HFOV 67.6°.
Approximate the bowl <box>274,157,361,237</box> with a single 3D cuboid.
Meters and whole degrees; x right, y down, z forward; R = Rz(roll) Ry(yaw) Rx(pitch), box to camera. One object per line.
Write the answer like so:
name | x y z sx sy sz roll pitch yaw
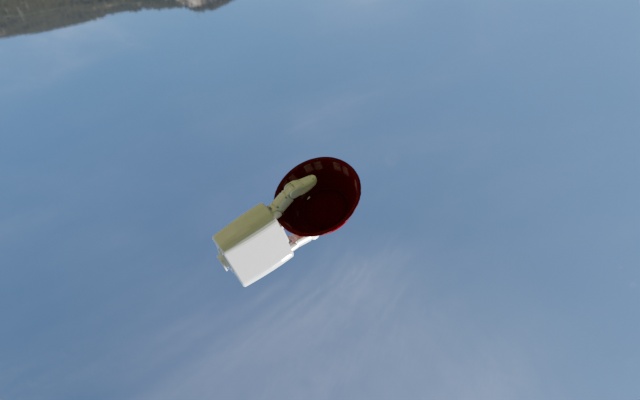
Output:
bowl | 0.001 0.002 0.852 0.162 0.162 0.055 0 -29 21
